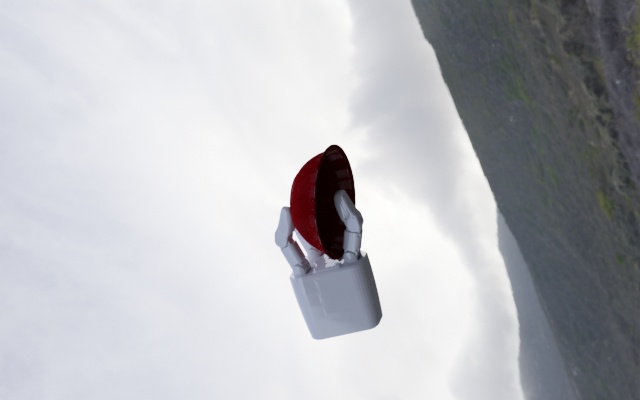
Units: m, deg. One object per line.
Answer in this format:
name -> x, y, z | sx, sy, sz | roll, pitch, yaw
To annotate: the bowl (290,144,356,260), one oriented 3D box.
bowl -> 0.000, 0.001, 0.677 | 0.055, 0.162, 0.162 | 0, 0, 23
